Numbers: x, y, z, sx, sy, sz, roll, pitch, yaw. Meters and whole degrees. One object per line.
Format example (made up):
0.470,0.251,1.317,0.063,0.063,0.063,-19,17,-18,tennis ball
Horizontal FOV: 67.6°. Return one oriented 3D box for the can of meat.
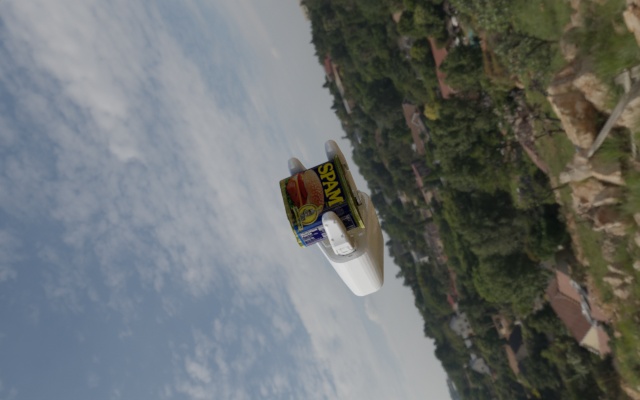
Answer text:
0.000,0.002,0.610,0.084,0.102,0.057,-22,-40,7,can of meat
